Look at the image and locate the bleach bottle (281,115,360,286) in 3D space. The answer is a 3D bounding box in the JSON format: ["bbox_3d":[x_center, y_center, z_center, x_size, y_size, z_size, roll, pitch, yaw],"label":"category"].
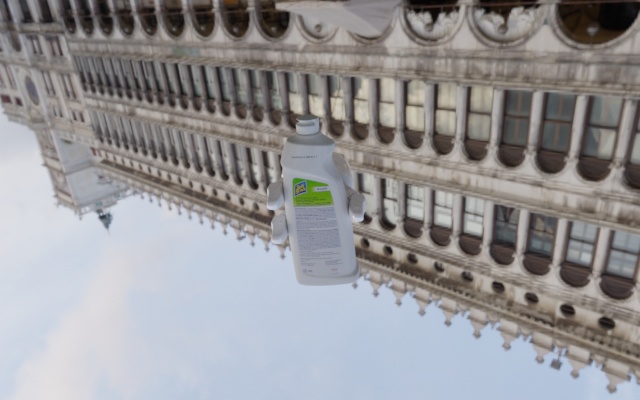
[{"bbox_3d":[0.000,0.002,0.686,0.102,0.251,0.068,-4,25,1],"label":"bleach bottle"}]
